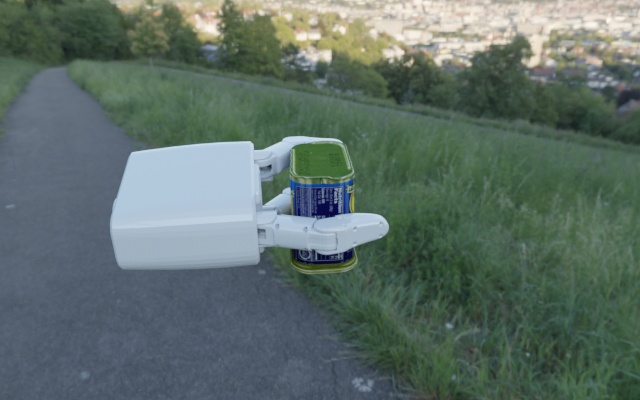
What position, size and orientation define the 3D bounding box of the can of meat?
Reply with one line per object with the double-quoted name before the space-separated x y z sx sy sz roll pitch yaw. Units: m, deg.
"can of meat" 0.000 0.001 0.418 0.057 0.084 0.102 -2 24 -3
